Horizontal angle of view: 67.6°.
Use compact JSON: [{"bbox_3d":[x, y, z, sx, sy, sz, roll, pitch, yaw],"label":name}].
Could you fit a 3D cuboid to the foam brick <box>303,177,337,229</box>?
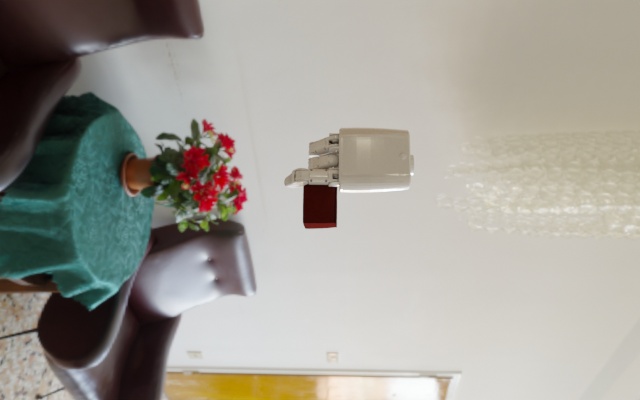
[{"bbox_3d":[0.000,0.003,0.743,0.051,0.078,0.053,0,-11,3],"label":"foam brick"}]
